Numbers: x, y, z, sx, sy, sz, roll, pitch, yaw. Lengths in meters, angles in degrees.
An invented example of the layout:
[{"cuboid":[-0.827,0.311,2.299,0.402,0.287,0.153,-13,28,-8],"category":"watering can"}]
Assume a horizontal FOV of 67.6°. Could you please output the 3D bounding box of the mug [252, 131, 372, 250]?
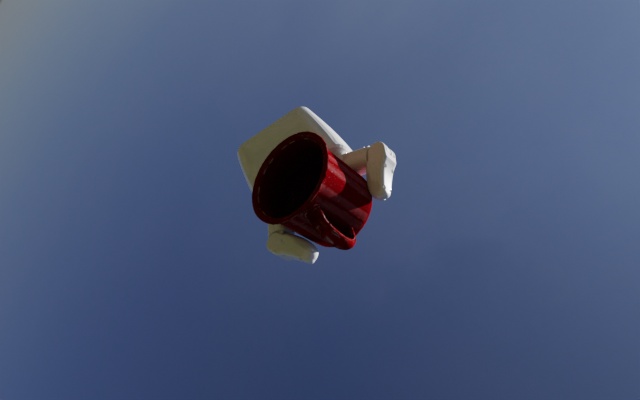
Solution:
[{"cuboid":[0.001,0.002,0.447,0.081,0.093,0.117,33,17,-41],"category":"mug"}]
